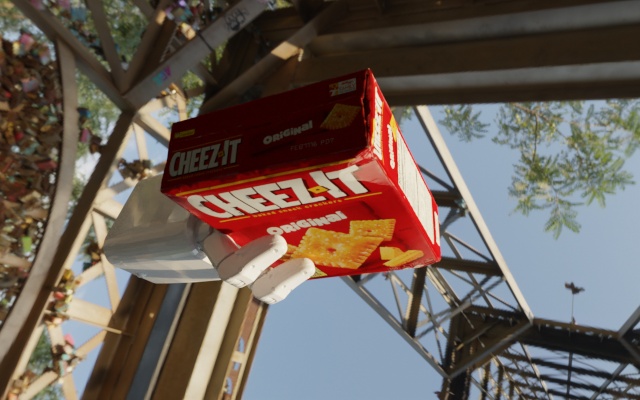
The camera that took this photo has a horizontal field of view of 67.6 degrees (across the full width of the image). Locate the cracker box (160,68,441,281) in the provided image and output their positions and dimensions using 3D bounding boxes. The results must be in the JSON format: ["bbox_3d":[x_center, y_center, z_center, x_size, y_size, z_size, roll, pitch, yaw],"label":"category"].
[{"bbox_3d":[0.000,0.001,0.410,0.164,0.072,0.214,-11,-30,21],"label":"cracker box"}]
